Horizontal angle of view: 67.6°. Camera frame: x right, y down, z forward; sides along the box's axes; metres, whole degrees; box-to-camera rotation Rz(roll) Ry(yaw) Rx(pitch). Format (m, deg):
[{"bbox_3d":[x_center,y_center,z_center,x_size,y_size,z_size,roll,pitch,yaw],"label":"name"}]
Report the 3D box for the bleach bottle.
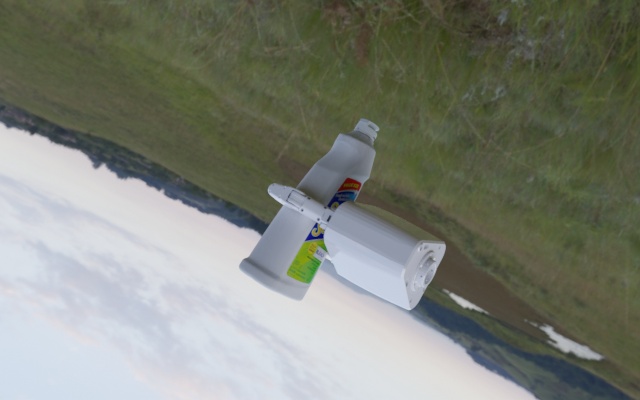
[{"bbox_3d":[0.000,0.002,0.619,0.068,0.251,0.103,26,-8,33],"label":"bleach bottle"}]
